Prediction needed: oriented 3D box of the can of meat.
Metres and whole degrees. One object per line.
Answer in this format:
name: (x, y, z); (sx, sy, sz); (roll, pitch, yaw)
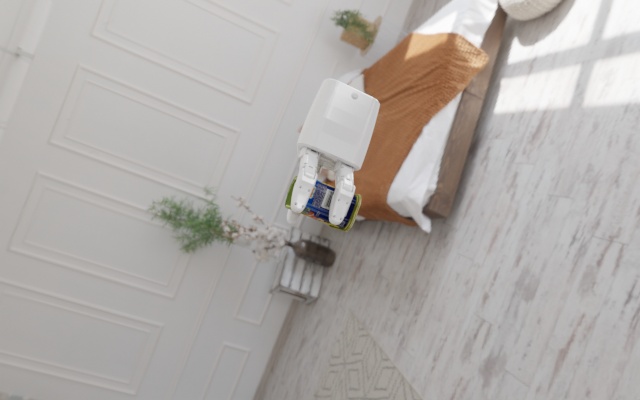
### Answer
can of meat: (0.000, 0.002, 0.699); (0.084, 0.057, 0.102); (22, -4, -16)
